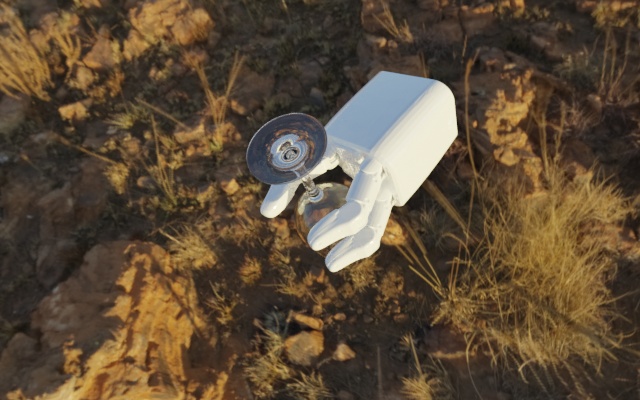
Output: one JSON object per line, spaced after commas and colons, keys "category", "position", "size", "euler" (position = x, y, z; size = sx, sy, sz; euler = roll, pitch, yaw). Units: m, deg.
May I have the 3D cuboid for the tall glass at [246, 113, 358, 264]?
{"category": "tall glass", "position": [0.000, 0.001, 0.492], "size": [0.079, 0.079, 0.201], "euler": [0, -29, 20]}
